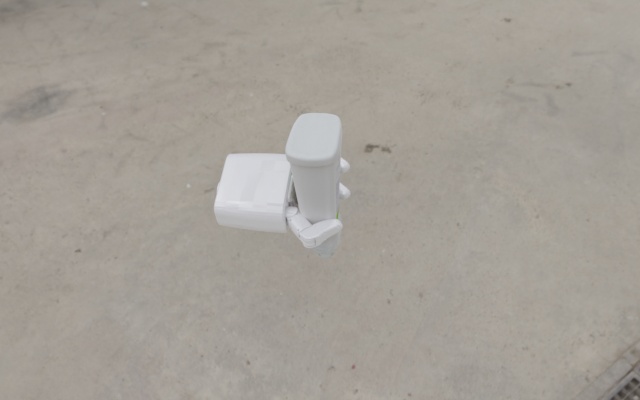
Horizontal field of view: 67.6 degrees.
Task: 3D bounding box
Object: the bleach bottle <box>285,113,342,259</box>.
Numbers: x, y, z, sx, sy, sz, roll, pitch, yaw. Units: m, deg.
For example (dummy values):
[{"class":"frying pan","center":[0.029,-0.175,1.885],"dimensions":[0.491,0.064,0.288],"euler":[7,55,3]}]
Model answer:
[{"class":"bleach bottle","center":[0.000,0.002,0.697],"dimensions":[0.068,0.251,0.102],"euler":[4,45,9]}]
